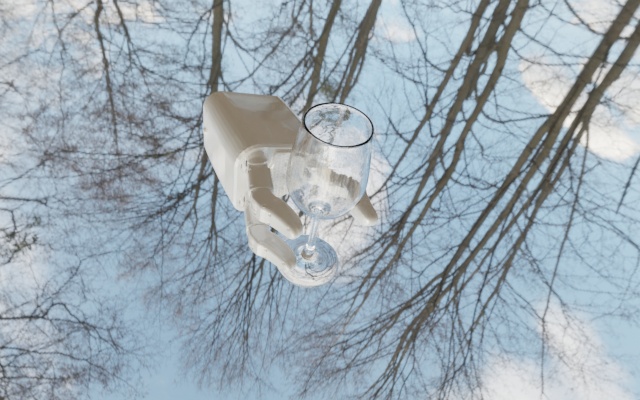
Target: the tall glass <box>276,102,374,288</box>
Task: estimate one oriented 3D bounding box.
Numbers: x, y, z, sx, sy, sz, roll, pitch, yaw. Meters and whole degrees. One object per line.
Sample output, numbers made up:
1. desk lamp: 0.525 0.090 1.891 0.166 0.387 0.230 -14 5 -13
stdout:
1. tall glass: 0.000 0.002 0.478 0.079 0.079 0.201 0 -42 -13
